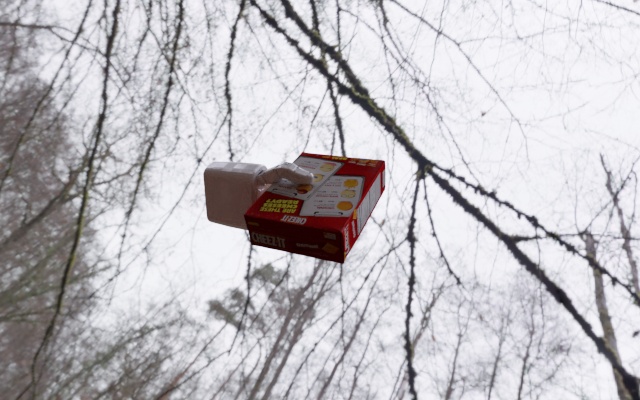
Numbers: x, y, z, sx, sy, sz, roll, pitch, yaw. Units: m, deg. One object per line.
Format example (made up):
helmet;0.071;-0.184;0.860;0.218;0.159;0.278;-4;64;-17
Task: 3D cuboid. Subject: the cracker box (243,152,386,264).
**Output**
cracker box;0.000;0.002;0.792;0.164;0.072;0.213;8;37;23
